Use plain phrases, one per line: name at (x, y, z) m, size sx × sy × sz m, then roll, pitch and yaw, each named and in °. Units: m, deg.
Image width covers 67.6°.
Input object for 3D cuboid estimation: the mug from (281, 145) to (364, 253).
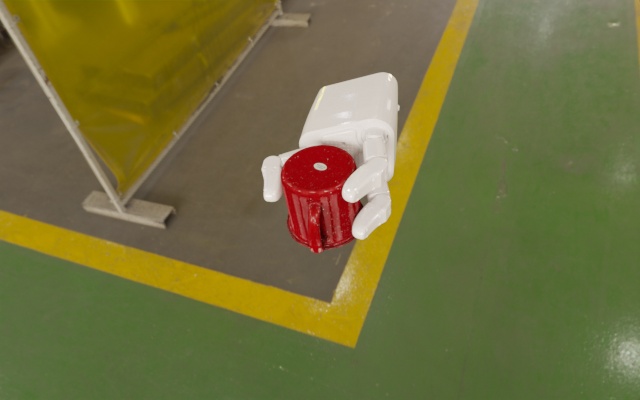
mug at (0.000, 0.003, 0.518) m, size 0.093 × 0.117 × 0.082 m, roll 2°, pitch -44°, yaw 12°
